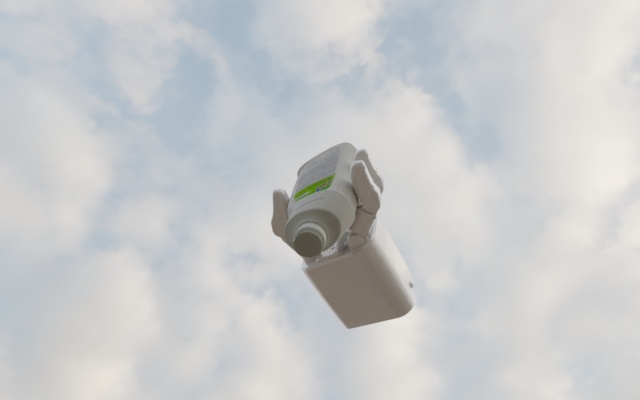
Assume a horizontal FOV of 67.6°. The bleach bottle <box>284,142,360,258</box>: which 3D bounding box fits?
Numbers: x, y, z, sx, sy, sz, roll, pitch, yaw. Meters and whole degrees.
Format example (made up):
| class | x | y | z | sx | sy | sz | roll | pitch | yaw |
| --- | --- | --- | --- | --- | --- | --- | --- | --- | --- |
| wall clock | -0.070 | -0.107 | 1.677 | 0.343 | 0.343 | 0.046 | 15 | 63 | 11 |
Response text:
| class | x | y | z | sx | sy | sz | roll | pitch | yaw |
| --- | --- | --- | --- | --- | --- | --- | --- | --- | --- |
| bleach bottle | 0.000 | 0.002 | 0.576 | 0.102 | 0.068 | 0.250 | -31 | 13 | 19 |
